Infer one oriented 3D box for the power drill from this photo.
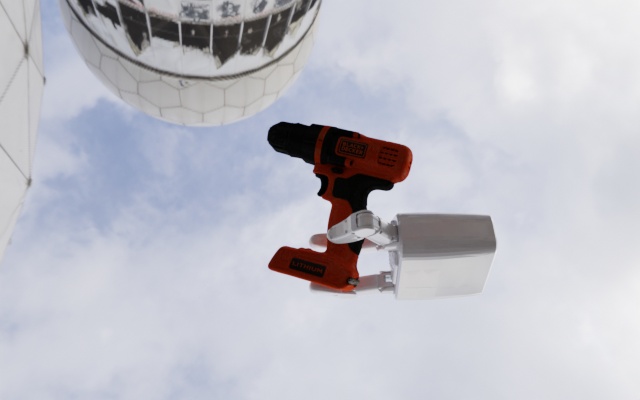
[{"bbox_3d":[0.000,0.002,0.569,0.184,0.187,0.057,14,-5,19],"label":"power drill"}]
